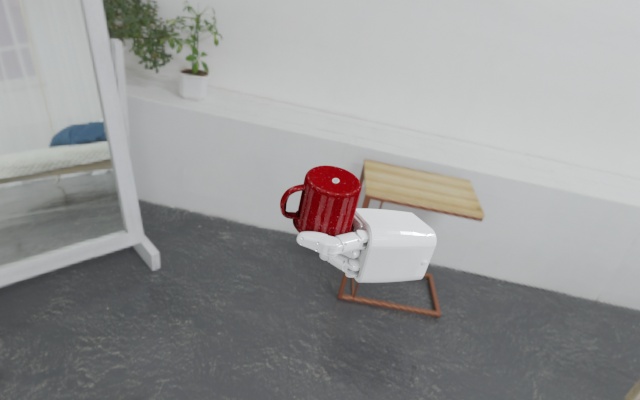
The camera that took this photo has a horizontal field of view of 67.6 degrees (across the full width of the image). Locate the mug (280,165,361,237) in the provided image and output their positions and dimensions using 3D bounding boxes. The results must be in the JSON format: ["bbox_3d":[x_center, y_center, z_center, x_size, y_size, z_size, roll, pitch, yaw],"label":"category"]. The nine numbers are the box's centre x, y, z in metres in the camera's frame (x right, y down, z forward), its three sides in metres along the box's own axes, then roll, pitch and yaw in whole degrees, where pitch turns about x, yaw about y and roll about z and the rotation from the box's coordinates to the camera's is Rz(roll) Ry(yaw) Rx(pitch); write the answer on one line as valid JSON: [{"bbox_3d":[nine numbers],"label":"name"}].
[{"bbox_3d":[-0.001,0.002,0.686,0.117,0.081,0.093,3,34,-15],"label":"mug"}]
